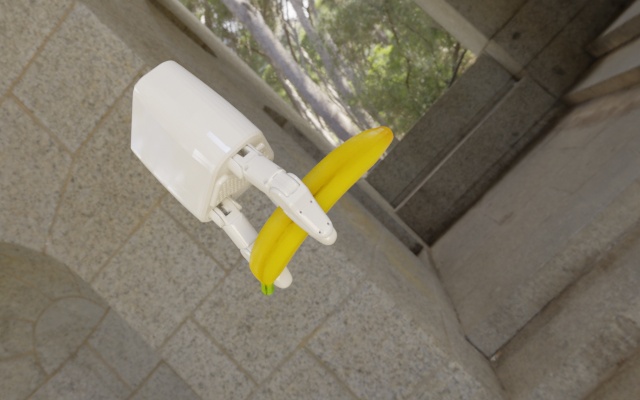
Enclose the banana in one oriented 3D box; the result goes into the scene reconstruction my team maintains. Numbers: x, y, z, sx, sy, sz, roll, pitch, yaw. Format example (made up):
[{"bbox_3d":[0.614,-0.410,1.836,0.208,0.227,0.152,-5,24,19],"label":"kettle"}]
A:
[{"bbox_3d":[-0.005,0.002,0.430,0.037,0.198,0.069,40,1,12],"label":"banana"}]
